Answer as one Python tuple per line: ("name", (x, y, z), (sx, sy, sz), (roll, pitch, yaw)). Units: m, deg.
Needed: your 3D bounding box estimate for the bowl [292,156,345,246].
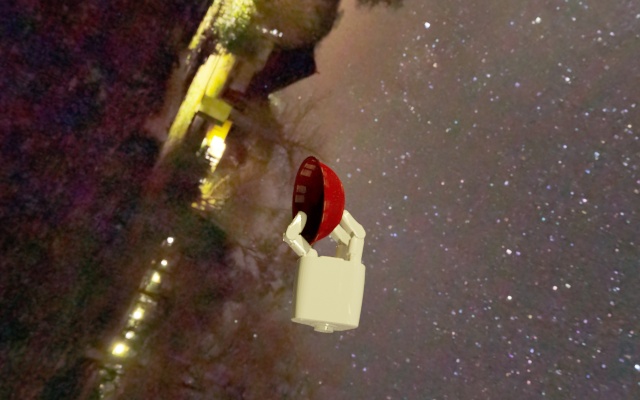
("bowl", (0.001, 0.001, 0.854), (0.055, 0.162, 0.162), (3, -1, -22))
